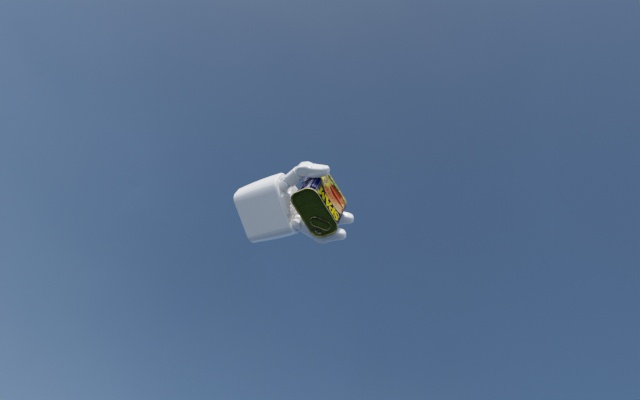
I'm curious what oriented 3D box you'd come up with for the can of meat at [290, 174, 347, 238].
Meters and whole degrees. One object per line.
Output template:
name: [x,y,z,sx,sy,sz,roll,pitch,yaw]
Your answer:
can of meat: [0.000,0.003,0.881,0.057,0.102,0.084,-21,22,29]
